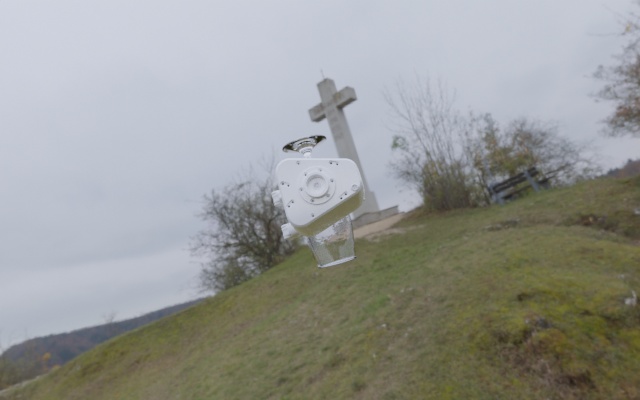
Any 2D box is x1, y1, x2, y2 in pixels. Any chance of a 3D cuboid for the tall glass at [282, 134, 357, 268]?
[{"bbox_3d":[0.000,0.002,0.755,0.079,0.201,0.079,-15,-10,-3],"label":"tall glass"}]
